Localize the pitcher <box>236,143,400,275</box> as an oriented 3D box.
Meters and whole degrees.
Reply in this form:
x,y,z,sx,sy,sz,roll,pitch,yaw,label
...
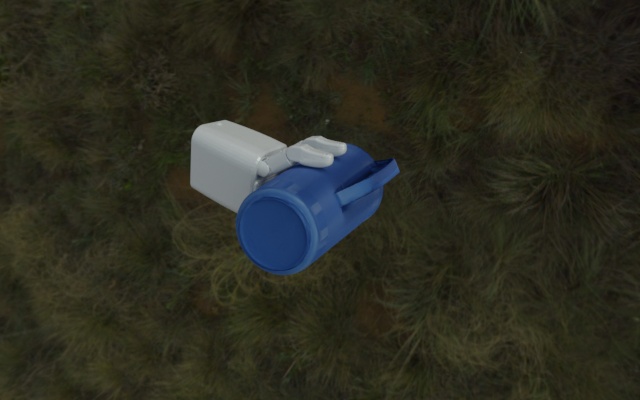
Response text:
x,y,z,sx,sy,sz,roll,pitch,yaw,label
0.000,0.002,0.644,0.145,0.149,0.242,26,24,13,pitcher
